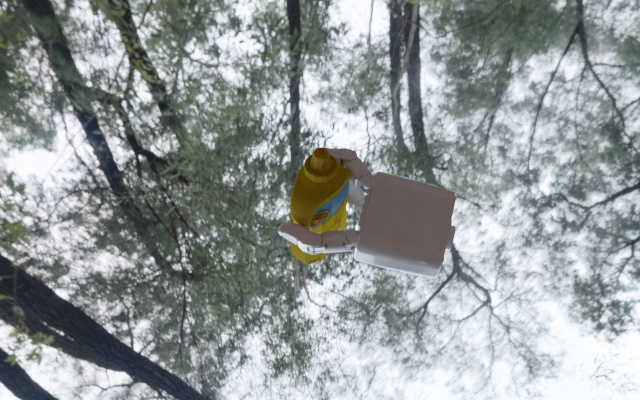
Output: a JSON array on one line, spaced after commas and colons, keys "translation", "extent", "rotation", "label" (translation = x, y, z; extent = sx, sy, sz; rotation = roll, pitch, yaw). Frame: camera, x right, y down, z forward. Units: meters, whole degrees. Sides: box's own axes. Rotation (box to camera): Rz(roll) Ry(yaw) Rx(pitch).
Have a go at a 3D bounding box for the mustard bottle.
[{"translation": [0.000, 0.002, 0.636], "extent": [0.058, 0.192, 0.096], "rotation": [35, 60, 23], "label": "mustard bottle"}]
